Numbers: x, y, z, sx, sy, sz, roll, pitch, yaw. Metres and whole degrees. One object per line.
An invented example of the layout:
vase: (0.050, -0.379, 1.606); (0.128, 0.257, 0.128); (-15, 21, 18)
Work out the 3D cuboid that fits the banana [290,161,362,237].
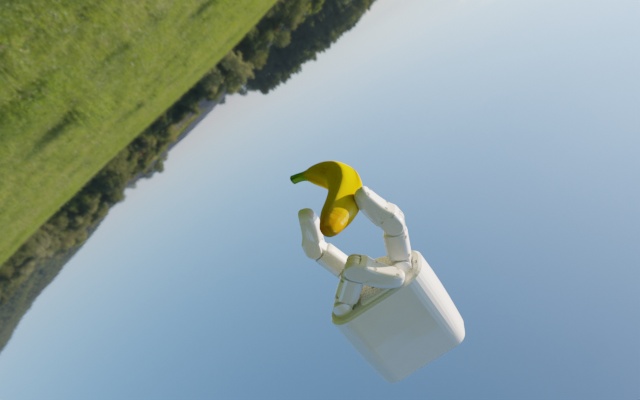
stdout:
banana: (0.014, -0.010, 0.532); (0.069, 0.037, 0.197); (-36, 19, 0)
